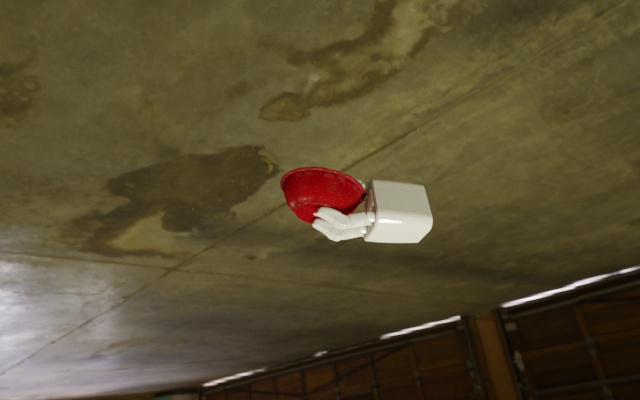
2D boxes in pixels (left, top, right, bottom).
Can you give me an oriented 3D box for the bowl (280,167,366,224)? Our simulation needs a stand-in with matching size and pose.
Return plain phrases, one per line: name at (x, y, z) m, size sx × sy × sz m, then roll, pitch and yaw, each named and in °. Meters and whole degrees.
bowl at (-0.001, 0.003, 0.881) m, size 0.162 × 0.055 × 0.162 m, roll 8°, pitch -27°, yaw 4°
